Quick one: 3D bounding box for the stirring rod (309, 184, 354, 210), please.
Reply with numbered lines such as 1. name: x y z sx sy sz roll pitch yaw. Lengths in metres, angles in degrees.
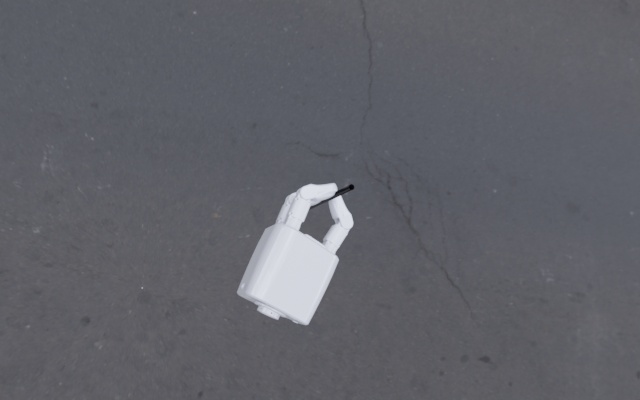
1. stirring rod: 0.000 0.003 0.748 0.011 0.011 0.239 0 -10 -20
